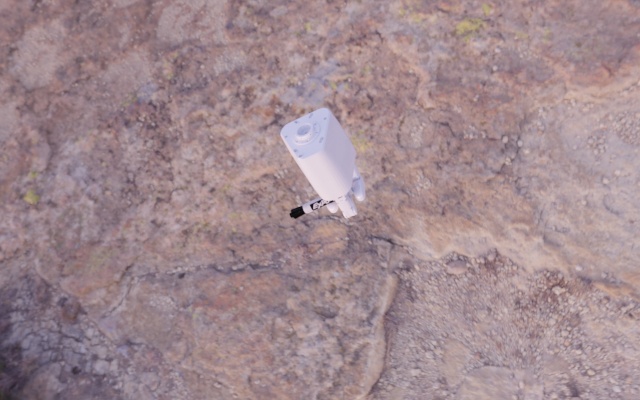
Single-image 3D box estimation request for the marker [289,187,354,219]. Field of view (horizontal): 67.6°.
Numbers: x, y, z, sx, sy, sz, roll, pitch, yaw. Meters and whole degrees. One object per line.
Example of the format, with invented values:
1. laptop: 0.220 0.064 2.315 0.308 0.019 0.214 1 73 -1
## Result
1. marker: 0.000 0.003 0.842 0.121 0.020 0.020 -24 -5 12
